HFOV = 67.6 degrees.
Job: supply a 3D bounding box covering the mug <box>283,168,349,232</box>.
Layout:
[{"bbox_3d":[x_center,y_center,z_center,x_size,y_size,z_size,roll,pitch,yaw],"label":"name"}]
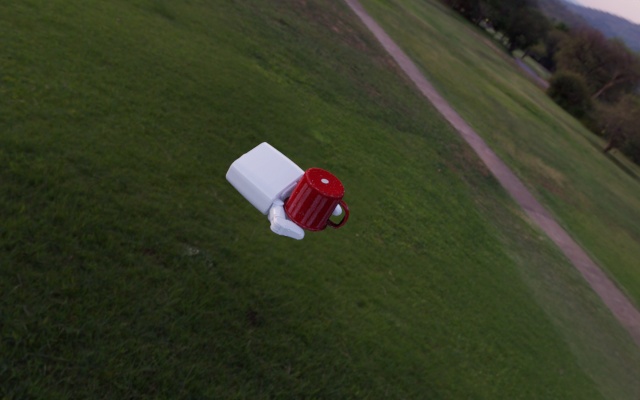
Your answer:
[{"bbox_3d":[0.001,0.004,0.862,0.117,0.081,0.093,38,32,8],"label":"mug"}]
